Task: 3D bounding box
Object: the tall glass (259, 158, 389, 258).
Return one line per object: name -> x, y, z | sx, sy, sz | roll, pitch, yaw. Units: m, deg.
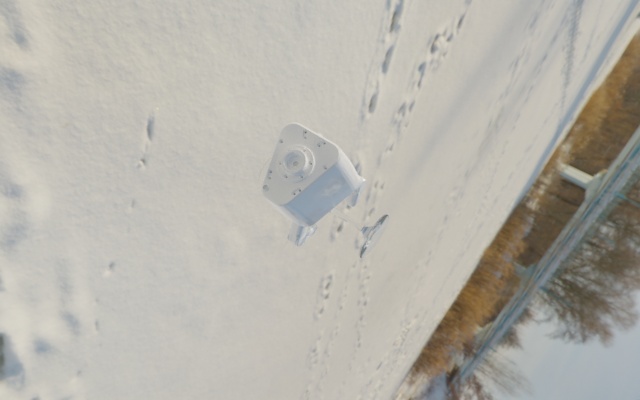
tall glass -> 0.001, 0.003, 0.728 | 0.201, 0.079, 0.079 | 32, 13, 21
